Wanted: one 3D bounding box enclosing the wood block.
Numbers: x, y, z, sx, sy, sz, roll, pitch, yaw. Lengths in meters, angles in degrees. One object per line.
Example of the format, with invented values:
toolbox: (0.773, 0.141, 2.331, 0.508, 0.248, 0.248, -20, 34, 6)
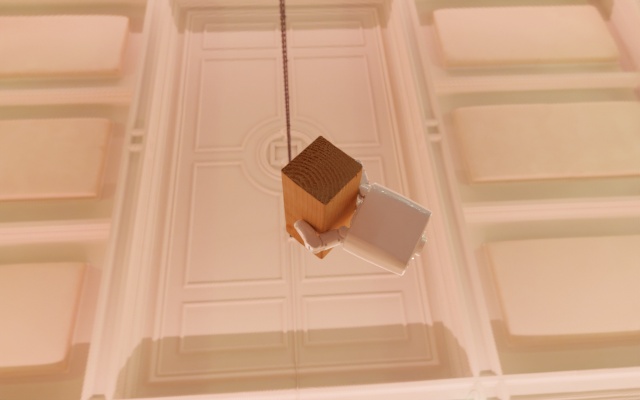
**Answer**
wood block: (0.000, 0.003, 0.788, 0.090, 0.090, 0.206, 38, -24, 18)
